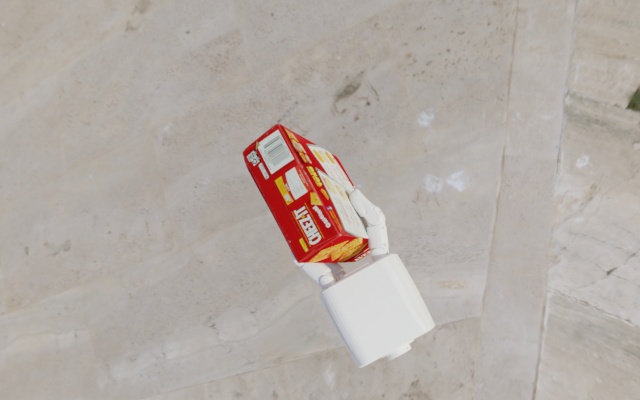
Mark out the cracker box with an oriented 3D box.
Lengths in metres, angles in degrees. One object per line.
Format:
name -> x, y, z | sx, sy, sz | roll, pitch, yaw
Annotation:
cracker box -> 0.000, 0.002, 0.659 | 0.072, 0.164, 0.214 | -34, -18, 15
